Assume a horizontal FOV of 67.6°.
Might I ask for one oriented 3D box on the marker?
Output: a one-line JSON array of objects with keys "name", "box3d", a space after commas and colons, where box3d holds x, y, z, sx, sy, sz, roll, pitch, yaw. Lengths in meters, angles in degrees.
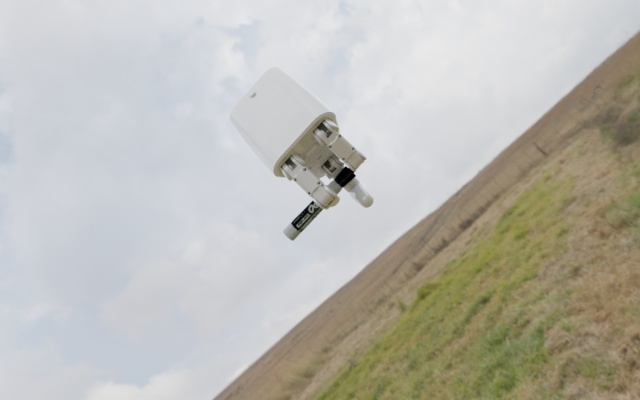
[{"name": "marker", "box3d": [0.000, 0.002, 0.601, 0.020, 0.121, 0.020, 43, 7, -6]}]
